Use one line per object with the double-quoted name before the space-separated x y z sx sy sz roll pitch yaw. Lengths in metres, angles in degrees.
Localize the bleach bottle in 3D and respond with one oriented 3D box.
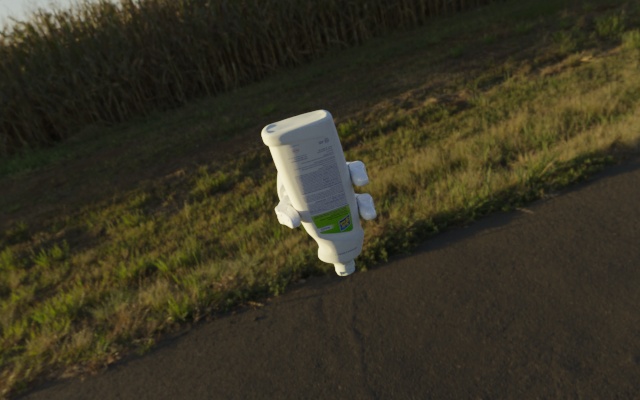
"bleach bottle" 0.000 0.002 0.698 0.102 0.251 0.068 -16 24 0
